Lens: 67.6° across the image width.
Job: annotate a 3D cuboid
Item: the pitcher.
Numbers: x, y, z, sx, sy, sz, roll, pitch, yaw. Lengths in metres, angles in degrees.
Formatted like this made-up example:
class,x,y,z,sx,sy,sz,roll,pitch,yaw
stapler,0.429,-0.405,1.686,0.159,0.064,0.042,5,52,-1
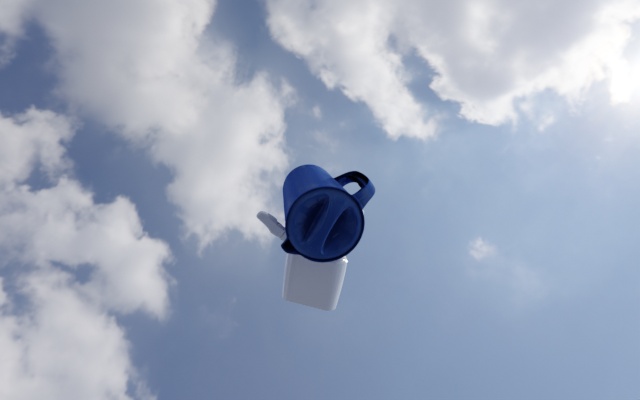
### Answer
class,x,y,z,sx,sy,sz,roll,pitch,yaw
pitcher,0.000,0.003,0.891,0.149,0.145,0.242,7,16,-11
